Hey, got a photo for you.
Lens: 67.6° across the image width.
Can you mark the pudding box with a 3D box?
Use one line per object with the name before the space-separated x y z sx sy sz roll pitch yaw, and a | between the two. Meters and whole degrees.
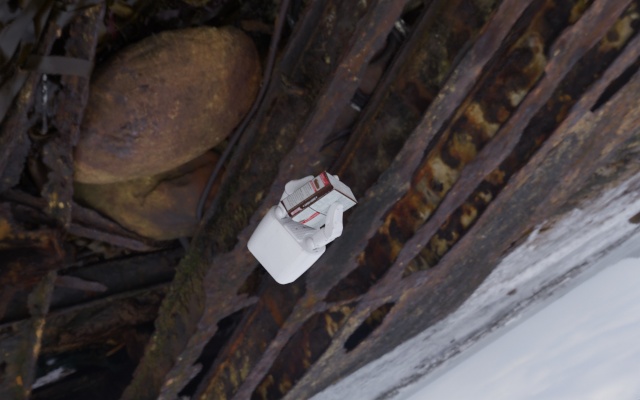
pudding box | 0.000 0.003 0.786 0.090 0.039 0.113 -35 -22 12
